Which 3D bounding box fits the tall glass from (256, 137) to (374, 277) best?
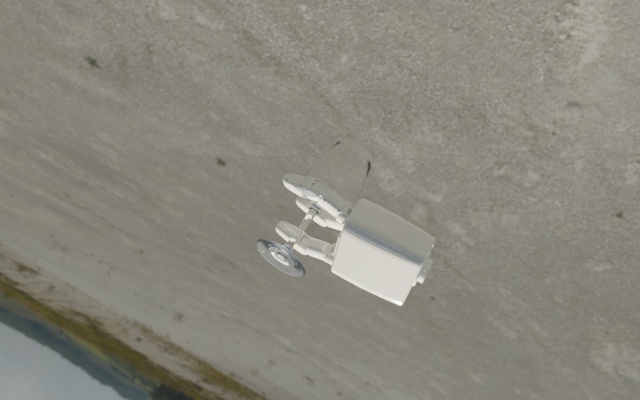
[{"bbox_3d":[0.000,0.003,0.651,0.079,0.201,0.079,26,-29,16],"label":"tall glass"}]
